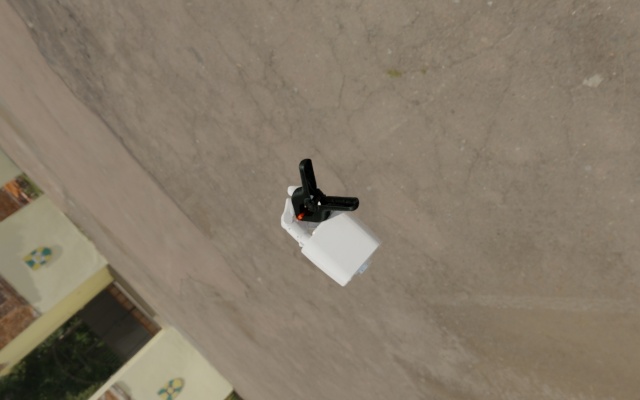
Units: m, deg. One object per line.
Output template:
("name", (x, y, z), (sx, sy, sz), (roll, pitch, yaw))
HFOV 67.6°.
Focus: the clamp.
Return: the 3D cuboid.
("clamp", (0.000, 0.003, 0.846), (0.039, 0.120, 0.171), (-46, -9, -26))
